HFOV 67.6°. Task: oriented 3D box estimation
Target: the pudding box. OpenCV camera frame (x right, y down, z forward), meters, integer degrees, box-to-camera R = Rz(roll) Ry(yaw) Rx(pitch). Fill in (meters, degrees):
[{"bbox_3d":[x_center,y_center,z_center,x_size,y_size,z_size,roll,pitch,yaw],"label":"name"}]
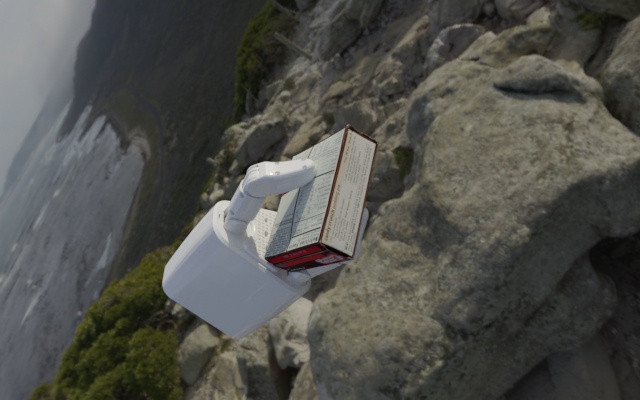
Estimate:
[{"bbox_3d":[0.000,0.001,0.415,0.039,0.113,0.090,26,-27,-28],"label":"pudding box"}]
